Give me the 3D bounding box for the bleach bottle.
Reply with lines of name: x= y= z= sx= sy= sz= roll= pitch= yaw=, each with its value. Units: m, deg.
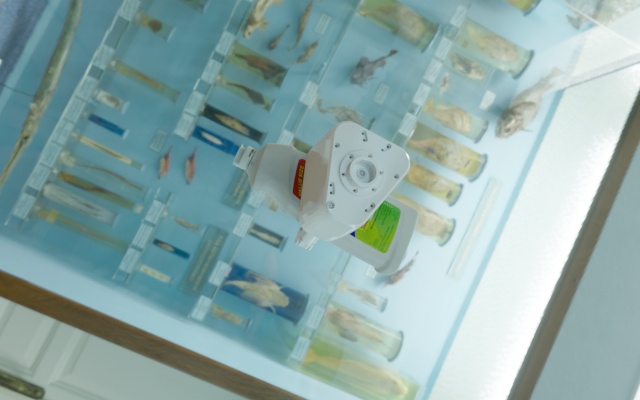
bleach bottle: x=0.000 y=0.002 z=0.633 sx=0.251 sy=0.102 sz=0.068 roll=26 pitch=-15 yaw=-9
